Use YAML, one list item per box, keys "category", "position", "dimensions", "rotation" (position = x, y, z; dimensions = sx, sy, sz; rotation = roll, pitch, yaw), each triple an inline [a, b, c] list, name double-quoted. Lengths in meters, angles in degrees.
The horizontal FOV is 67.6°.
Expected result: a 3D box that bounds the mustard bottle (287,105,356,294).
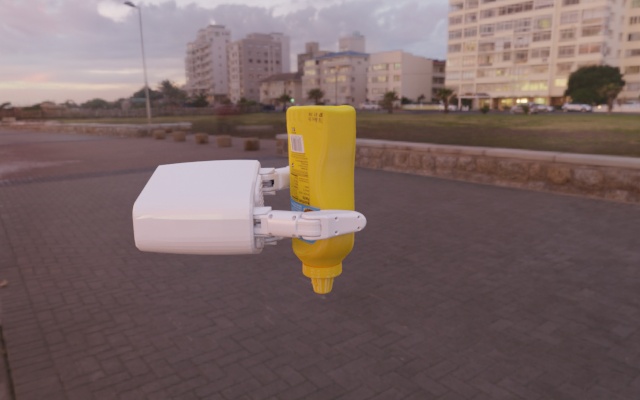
- category: "mustard bottle"
  position: [0.000, 0.001, 0.484]
  dimensions: [0.058, 0.192, 0.096]
  rotation: [-6, 12, -26]
